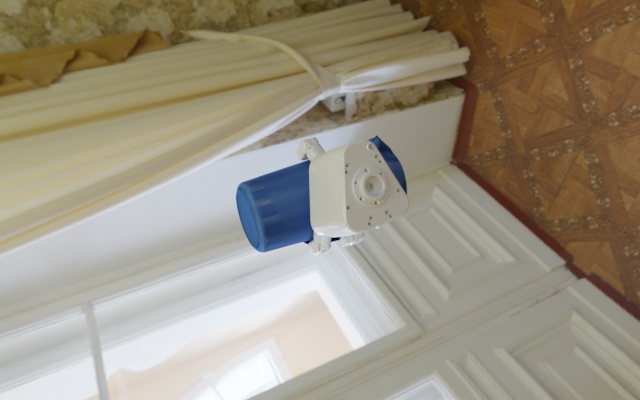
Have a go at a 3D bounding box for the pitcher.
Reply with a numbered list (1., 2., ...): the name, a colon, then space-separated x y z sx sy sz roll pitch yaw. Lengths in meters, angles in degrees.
1. pitcher: 0.000 0.002 0.741 0.243 0.149 0.145 -17 2 -21
